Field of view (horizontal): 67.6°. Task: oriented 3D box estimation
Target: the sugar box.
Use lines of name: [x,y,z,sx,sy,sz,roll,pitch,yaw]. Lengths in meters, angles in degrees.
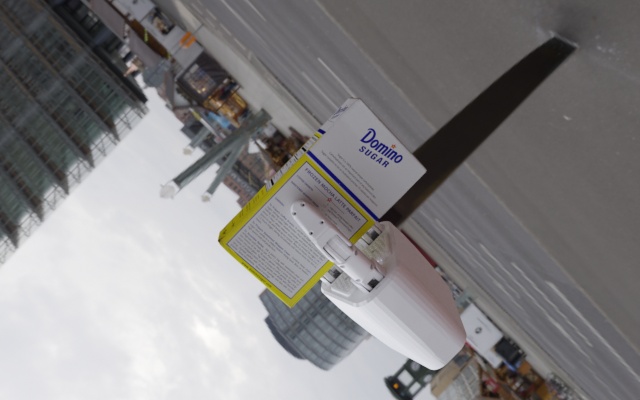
sugar box: [0.000,0.001,0.435,0.093,0.176,0.048,44,0,-16]
